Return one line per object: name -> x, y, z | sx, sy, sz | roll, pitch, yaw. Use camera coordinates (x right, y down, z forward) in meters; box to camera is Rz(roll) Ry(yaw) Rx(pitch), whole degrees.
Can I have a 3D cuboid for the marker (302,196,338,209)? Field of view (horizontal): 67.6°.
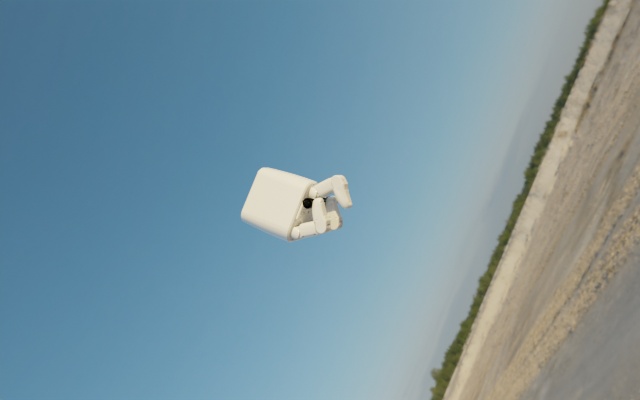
marker -> 0.000, 0.003, 0.854 | 0.020, 0.020, 0.121 | 0, 2, 25
